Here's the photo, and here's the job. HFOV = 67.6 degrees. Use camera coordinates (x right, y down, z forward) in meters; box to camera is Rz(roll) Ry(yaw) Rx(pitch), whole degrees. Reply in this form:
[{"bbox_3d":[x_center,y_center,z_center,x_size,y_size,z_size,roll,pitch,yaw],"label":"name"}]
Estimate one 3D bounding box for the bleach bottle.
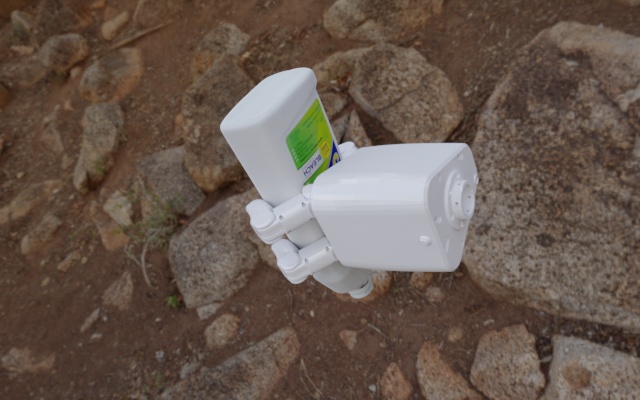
[{"bbox_3d":[0.000,0.002,0.488,0.068,0.251,0.102,-1,41,37],"label":"bleach bottle"}]
